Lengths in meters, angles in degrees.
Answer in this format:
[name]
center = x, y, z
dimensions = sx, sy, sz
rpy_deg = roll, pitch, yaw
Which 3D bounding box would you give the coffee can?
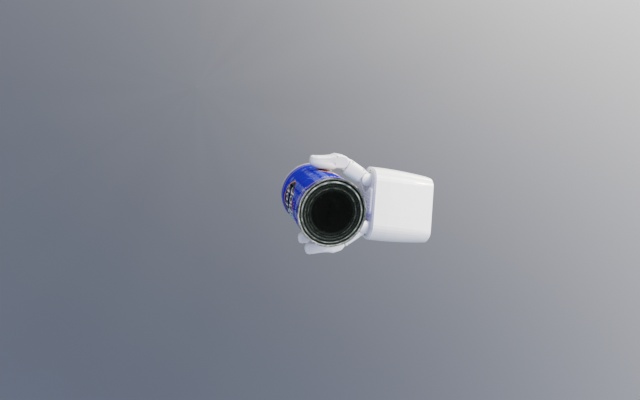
[coffee can]
center = 0.000, 0.002, 0.742
dimensions = 0.103, 0.103, 0.140
rpy_deg = 0, 13, -15
